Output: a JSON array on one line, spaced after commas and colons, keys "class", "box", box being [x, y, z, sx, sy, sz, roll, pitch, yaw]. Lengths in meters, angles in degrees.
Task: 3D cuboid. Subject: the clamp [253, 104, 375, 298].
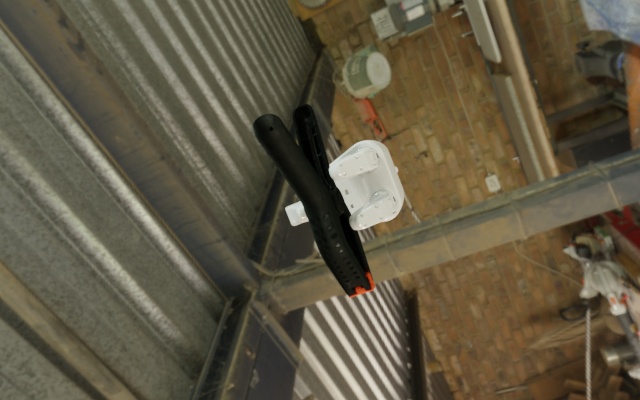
[{"class": "clamp", "box": [0.000, 0.002, 0.467, 0.036, 0.210, 0.164, -21, 3, 15]}]
